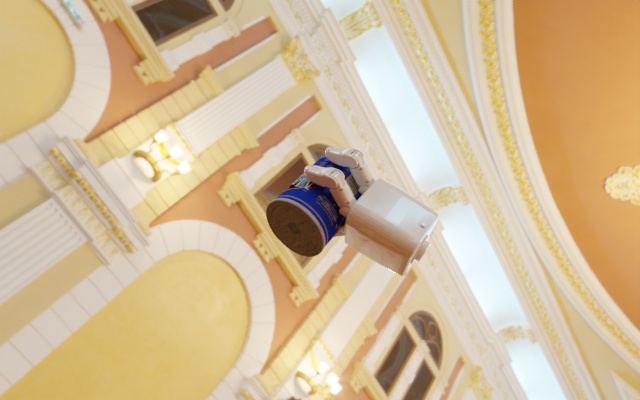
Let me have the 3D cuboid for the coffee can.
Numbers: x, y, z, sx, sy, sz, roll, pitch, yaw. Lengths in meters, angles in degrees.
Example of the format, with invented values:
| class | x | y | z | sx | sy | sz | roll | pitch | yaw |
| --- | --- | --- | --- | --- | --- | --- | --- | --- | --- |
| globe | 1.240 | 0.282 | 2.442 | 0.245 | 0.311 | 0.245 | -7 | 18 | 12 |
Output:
| class | x | y | z | sx | sy | sz | roll | pitch | yaw |
| --- | --- | --- | --- | --- | --- | --- | --- | --- | --- |
| coffee can | 0.000 | 0.002 | 0.728 | 0.103 | 0.103 | 0.140 | 0 | 35 | 43 |
